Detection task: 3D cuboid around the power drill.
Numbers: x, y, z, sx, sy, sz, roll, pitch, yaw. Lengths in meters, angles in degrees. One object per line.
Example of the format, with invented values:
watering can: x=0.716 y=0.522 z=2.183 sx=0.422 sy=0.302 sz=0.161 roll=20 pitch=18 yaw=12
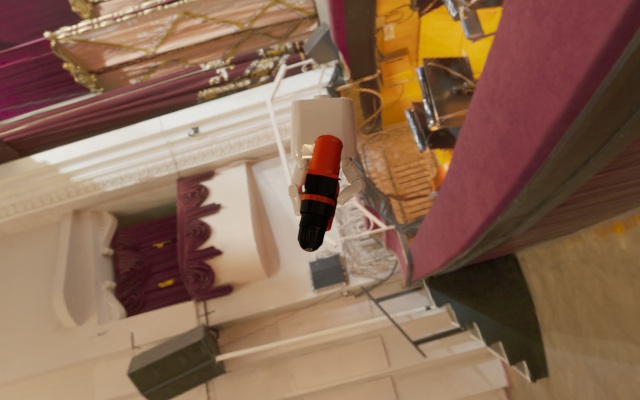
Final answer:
power drill: x=0.000 y=0.002 z=0.798 sx=0.057 sy=0.184 sz=0.188 roll=12 pitch=-12 yaw=2
